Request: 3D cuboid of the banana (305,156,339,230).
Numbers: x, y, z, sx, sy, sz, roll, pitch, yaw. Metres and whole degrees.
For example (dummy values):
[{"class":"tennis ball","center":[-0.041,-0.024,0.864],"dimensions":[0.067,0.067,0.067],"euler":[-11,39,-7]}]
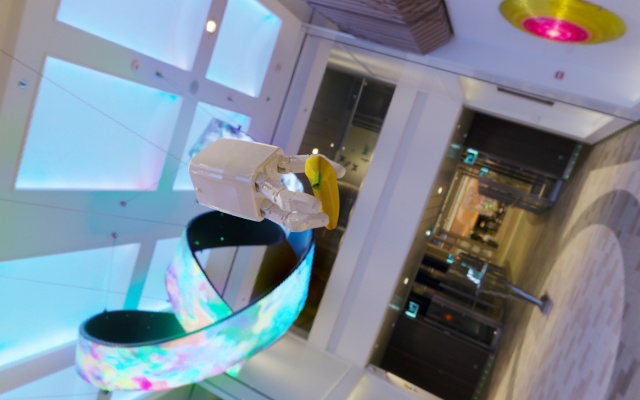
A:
[{"class":"banana","center":[0.002,-0.016,0.693],"dimensions":[0.037,0.069,0.198],"euler":[5,-18,11]}]
